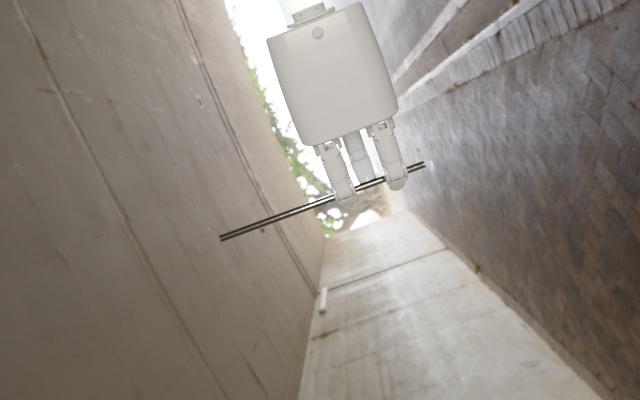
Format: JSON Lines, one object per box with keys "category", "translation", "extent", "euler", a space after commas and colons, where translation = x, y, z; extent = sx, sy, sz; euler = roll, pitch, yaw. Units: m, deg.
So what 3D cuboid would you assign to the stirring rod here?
{"category": "stirring rod", "translation": [0.000, 0.002, 0.528], "extent": [0.239, 0.011, 0.011], "euler": [-20, -2, 5]}
